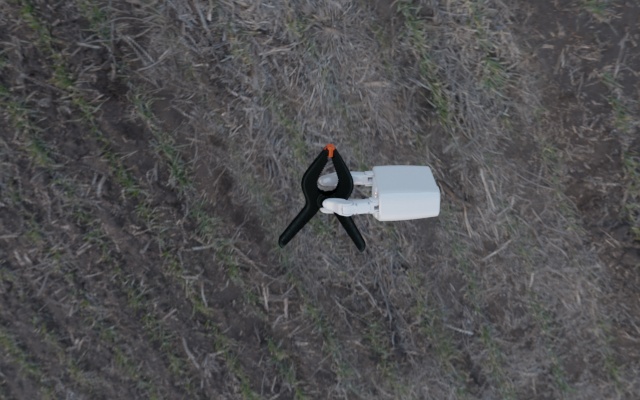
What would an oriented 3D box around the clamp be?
[{"bbox_3d":[0.000,0.003,0.871,0.164,0.210,0.036,-3,20,-3],"label":"clamp"}]
